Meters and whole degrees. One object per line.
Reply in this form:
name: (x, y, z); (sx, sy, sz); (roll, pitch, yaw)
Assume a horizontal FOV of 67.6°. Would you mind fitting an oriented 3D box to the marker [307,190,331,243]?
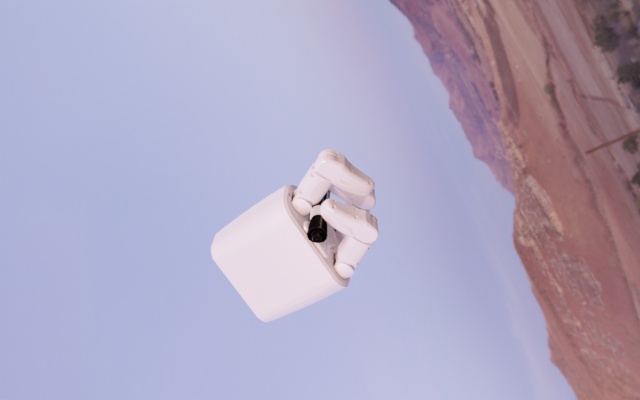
marker: (0.000, 0.002, 0.476); (0.020, 0.020, 0.121); (0, 34, 4)
